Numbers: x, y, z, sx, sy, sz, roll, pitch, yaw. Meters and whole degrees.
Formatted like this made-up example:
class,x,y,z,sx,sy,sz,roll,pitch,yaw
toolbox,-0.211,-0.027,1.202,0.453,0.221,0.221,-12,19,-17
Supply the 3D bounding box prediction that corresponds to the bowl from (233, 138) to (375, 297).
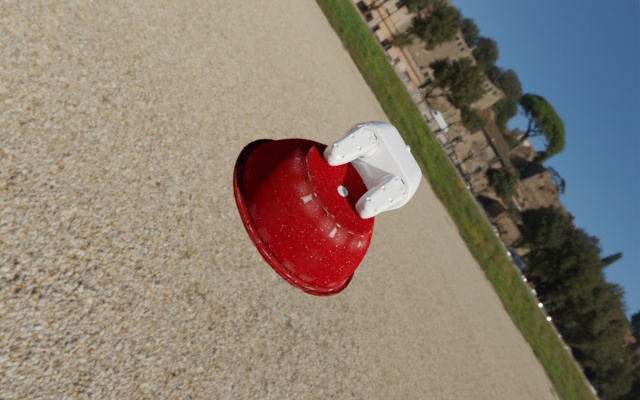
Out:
class,x,y,z,sx,sy,sz,roll,pitch,yaw
bowl,0.000,0.002,0.432,0.055,0.162,0.162,-31,-17,31
